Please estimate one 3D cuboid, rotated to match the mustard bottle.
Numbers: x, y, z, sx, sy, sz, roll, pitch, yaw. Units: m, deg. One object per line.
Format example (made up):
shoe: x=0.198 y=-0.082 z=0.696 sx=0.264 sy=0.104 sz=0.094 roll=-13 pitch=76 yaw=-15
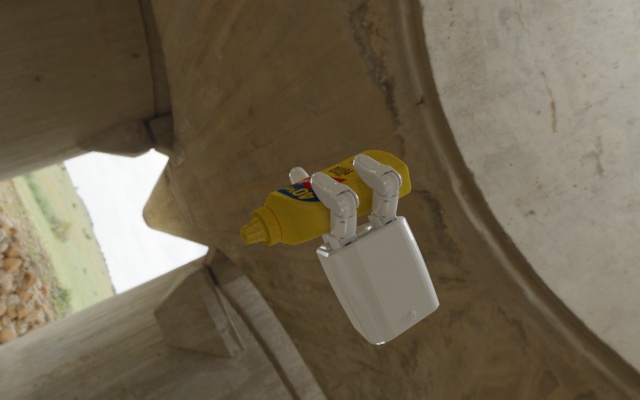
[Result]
mustard bottle: x=0.000 y=0.001 z=0.528 sx=0.191 sy=0.058 sz=0.096 roll=-25 pitch=26 yaw=-26
